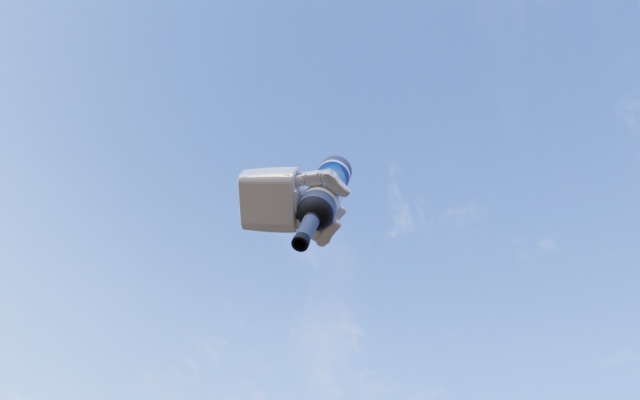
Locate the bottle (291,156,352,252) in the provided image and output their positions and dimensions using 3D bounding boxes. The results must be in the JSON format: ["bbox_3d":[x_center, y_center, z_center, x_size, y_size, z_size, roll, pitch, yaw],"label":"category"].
[{"bbox_3d":[0.000,0.003,0.850,0.069,0.069,0.295,0,26,14],"label":"bottle"}]
